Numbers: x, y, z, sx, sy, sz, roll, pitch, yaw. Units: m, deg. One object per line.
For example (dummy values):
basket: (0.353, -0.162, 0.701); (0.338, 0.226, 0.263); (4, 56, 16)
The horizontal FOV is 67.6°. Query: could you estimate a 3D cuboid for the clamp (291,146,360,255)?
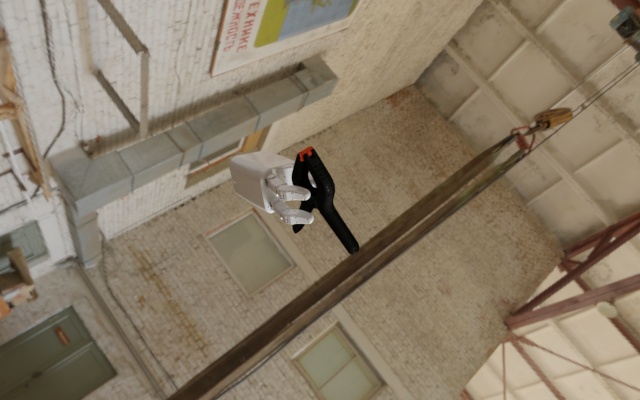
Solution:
clamp: (0.000, 0.002, 0.880); (0.164, 0.210, 0.036); (22, 43, 34)
